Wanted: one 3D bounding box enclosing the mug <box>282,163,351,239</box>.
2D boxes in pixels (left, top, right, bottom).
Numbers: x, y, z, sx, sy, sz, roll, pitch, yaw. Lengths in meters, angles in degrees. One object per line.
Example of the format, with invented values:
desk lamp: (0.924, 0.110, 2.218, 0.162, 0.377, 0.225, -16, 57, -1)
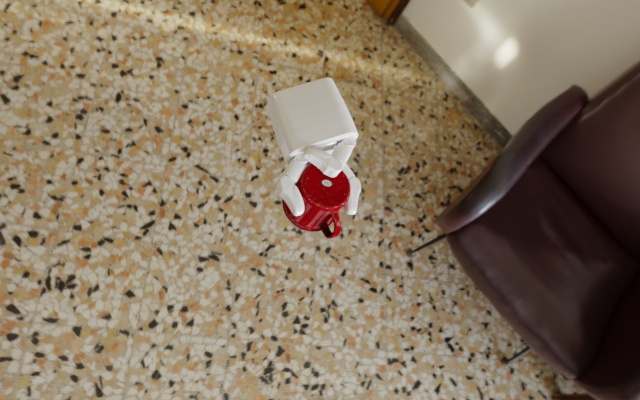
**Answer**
mug: (0.001, 0.004, 0.734, 0.093, 0.117, 0.081, -14, -17, -25)
